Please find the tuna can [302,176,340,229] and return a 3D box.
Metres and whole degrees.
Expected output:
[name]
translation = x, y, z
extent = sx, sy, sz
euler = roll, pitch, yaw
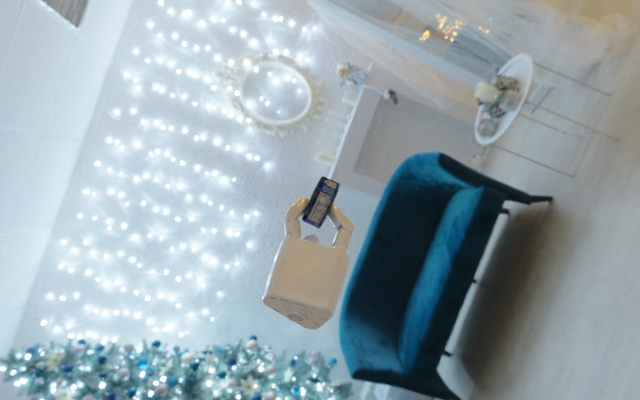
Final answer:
[tuna can]
translation = 0.000, 0.002, 0.812
extent = 0.034, 0.086, 0.086
euler = 25, -2, -4
